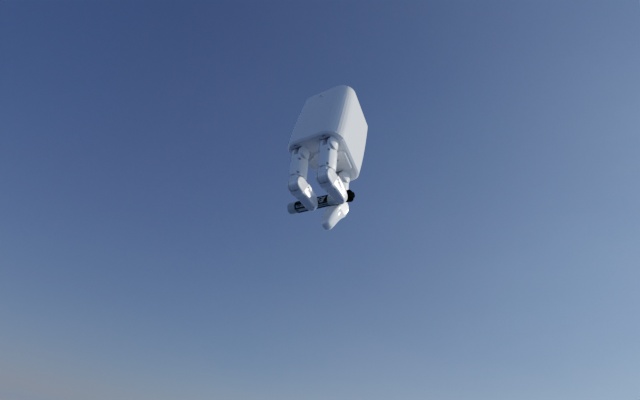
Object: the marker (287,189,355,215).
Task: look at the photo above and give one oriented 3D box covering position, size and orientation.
[{"bbox_3d":[0.000,0.002,0.724,0.121,0.020,0.020,-13,-8,36],"label":"marker"}]
